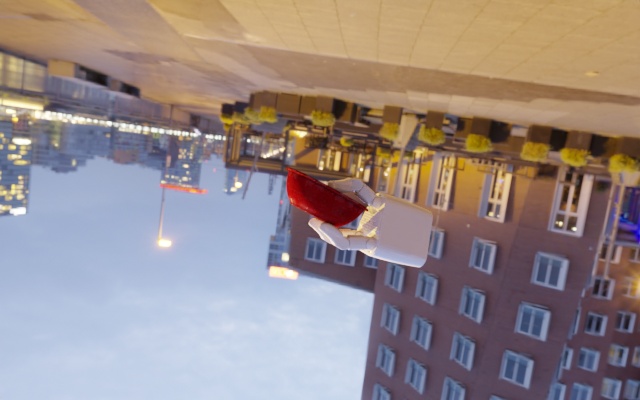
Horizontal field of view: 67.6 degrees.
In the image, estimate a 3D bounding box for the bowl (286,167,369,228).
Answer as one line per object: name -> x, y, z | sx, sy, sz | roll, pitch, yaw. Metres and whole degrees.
bowl -> -0.001, 0.002, 0.830 | 0.162, 0.055, 0.162 | 28, -2, 1
